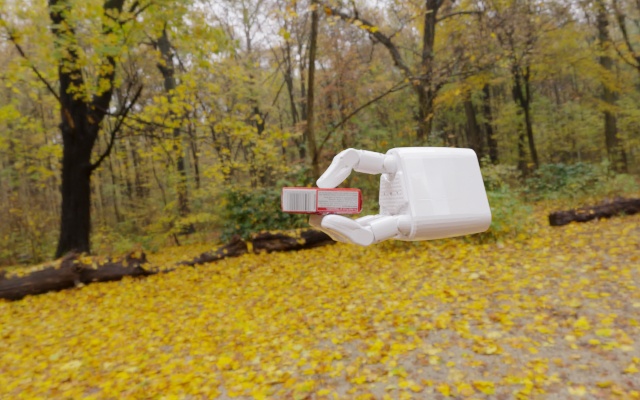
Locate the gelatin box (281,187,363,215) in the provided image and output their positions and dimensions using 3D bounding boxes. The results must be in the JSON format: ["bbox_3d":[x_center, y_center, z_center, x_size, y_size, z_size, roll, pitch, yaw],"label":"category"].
[{"bbox_3d":[0.000,0.001,0.554,0.089,0.030,0.073,1,-1,-3],"label":"gelatin box"}]
